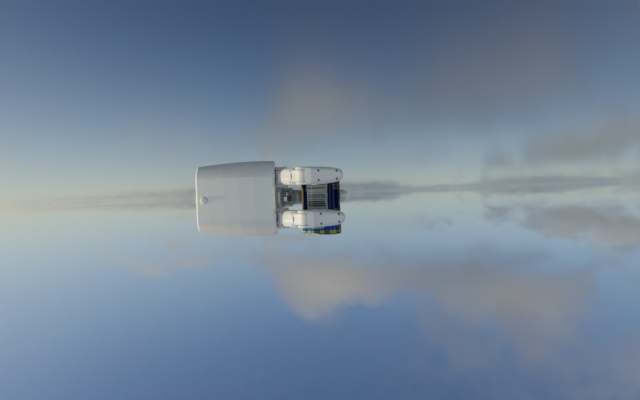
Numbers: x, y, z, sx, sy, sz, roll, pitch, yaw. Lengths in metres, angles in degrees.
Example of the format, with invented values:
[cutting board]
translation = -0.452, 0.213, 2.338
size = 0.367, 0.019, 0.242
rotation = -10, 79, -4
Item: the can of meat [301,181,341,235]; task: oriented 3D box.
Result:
[can of meat]
translation = 0.000, 0.002, 0.664
size = 0.057, 0.084, 0.102
rotation = -2, 1, 0
